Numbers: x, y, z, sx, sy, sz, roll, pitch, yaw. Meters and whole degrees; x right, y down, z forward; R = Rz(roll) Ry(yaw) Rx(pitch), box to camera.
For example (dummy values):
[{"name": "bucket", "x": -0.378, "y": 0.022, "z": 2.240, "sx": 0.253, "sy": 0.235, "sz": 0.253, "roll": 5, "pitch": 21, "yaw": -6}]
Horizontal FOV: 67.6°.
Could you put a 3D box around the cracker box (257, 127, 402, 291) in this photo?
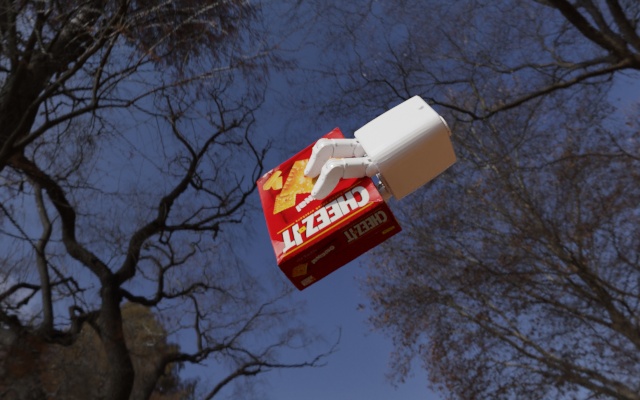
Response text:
[{"name": "cracker box", "x": 0.000, "y": 0.002, "z": 0.704, "sx": 0.164, "sy": 0.072, "sz": 0.213, "roll": -32, "pitch": 36, "yaw": 7}]
